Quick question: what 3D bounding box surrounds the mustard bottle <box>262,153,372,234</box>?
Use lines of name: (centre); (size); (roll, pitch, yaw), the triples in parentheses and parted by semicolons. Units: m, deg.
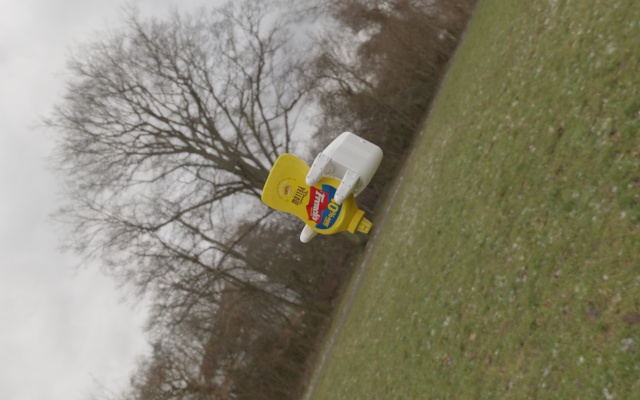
mustard bottle: (0.000, 0.003, 0.813); (0.191, 0.096, 0.058); (28, 18, 9)
